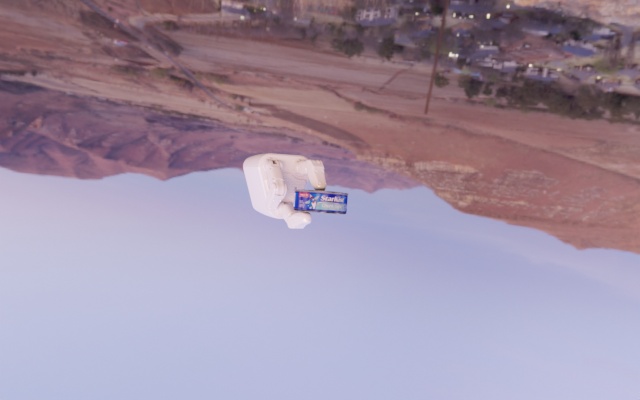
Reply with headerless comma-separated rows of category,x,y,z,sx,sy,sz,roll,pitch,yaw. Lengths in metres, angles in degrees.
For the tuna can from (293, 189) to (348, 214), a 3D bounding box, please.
tuna can,0.000,0.003,0.752,0.086,0.034,0.086,4,-1,0
